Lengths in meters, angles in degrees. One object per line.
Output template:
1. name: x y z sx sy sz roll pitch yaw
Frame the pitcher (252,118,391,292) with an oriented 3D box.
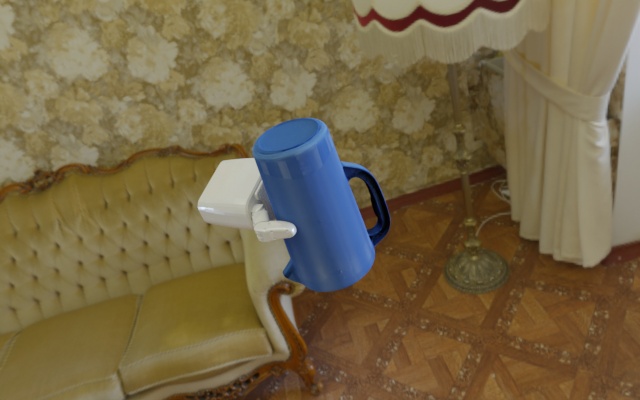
1. pitcher: 0.000 0.002 0.707 0.145 0.243 0.149 4 39 32
